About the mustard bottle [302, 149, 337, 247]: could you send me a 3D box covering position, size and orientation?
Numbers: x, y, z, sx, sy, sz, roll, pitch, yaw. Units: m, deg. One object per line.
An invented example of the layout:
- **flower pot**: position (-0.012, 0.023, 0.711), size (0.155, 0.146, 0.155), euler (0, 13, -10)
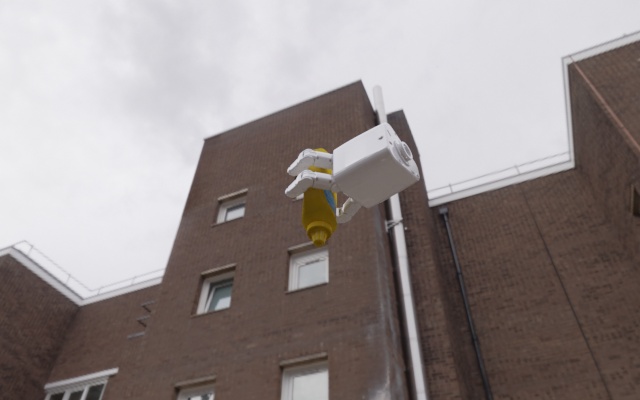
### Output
- **mustard bottle**: position (0.000, 0.003, 0.832), size (0.058, 0.096, 0.191), euler (-9, 43, 10)
